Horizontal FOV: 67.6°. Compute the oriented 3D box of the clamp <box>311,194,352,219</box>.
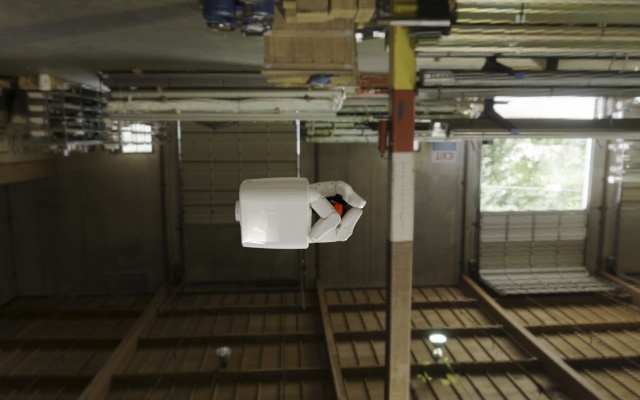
[{"bbox_3d":[0.000,0.003,0.847,0.120,0.039,0.171,0,7,-3],"label":"clamp"}]
